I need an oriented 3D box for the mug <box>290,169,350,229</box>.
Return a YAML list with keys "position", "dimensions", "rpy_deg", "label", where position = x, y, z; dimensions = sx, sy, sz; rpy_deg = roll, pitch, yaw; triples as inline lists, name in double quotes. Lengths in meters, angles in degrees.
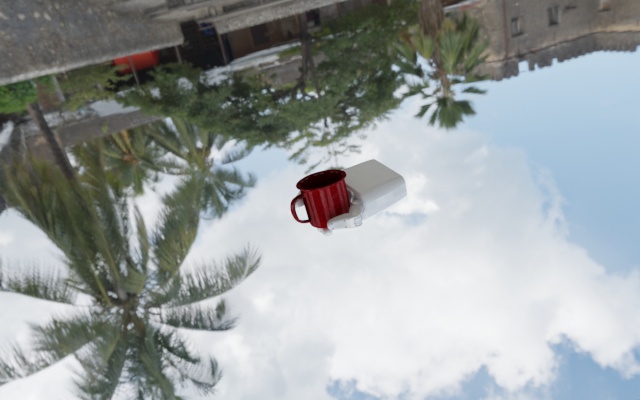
- position: [-0.001, 0.004, 0.859]
  dimensions: [0.117, 0.081, 0.093]
  rpy_deg: [-25, 24, -24]
  label: "mug"
